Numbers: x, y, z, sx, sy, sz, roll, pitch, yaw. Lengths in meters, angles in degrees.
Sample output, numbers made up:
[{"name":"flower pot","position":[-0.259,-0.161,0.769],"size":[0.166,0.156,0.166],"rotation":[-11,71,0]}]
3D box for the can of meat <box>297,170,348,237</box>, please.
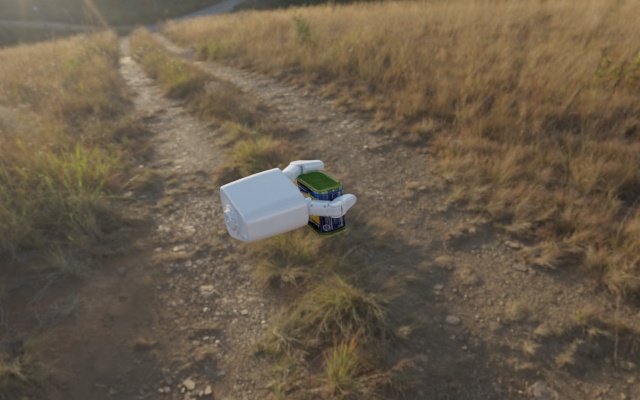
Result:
[{"name":"can of meat","position":[0.000,0.002,0.820],"size":[0.057,0.084,0.102],"rotation":[-17,27,-24]}]
